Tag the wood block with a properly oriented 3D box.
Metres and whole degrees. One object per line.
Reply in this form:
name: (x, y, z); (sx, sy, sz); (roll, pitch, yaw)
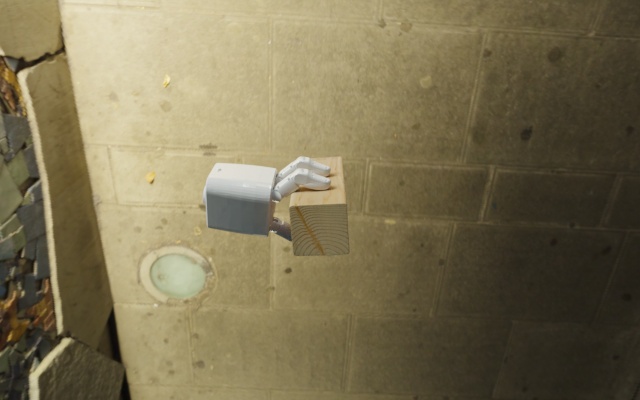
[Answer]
wood block: (0.000, 0.003, 0.821); (0.090, 0.091, 0.206); (-3, 25, 2)
